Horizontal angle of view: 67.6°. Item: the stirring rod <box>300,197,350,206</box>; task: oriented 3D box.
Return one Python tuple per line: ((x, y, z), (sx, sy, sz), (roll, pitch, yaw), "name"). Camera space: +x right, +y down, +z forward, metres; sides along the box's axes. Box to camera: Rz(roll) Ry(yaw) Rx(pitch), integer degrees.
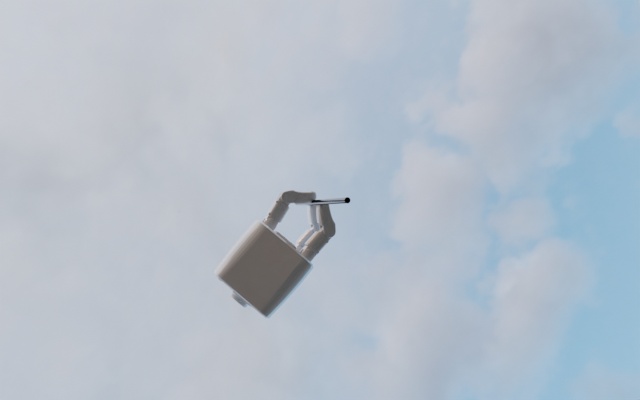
((0.000, 0.002, 0.720), (0.011, 0.011, 0.239), (0, -1, -16), "stirring rod")
